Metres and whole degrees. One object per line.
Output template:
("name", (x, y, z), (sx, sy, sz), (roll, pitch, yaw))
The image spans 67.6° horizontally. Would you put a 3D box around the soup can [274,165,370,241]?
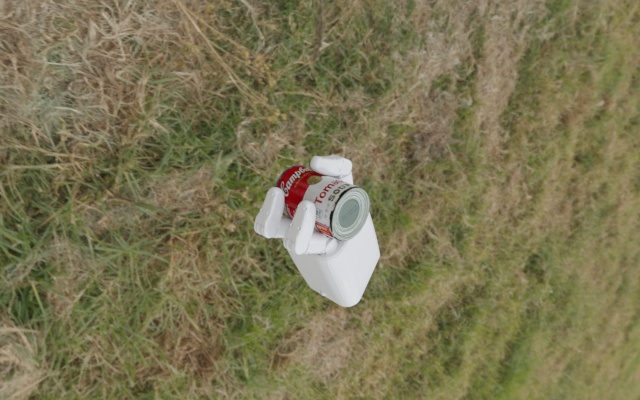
("soup can", (0.000, 0.002, 0.580), (0.102, 0.068, 0.068), (23, 15, 41))
